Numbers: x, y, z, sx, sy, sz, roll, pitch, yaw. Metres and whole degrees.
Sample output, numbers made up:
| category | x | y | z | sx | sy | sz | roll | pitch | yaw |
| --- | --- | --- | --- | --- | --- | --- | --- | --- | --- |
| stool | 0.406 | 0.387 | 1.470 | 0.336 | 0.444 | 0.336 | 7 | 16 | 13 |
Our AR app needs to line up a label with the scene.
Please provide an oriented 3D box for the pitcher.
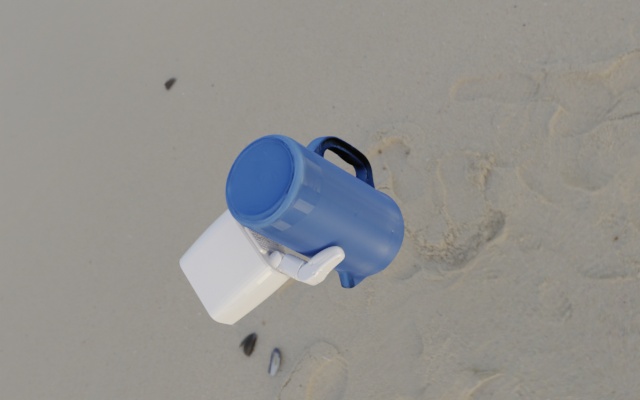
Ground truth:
| category | x | y | z | sx | sy | sz | roll | pitch | yaw |
| --- | --- | --- | --- | --- | --- | --- | --- | --- | --- |
| pitcher | 0.000 | 0.002 | 0.604 | 0.145 | 0.149 | 0.243 | -43 | -36 | 13 |
